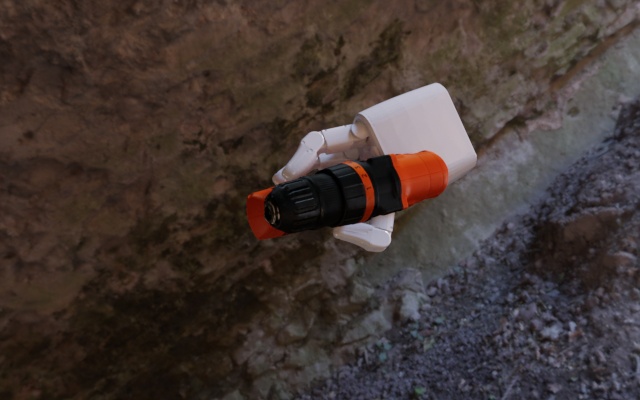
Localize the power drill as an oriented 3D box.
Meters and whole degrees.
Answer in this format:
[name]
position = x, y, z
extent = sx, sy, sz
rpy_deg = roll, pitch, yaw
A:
[power drill]
position = 0.000, 0.001, 0.459
extent = 0.184, 0.057, 0.187
rpy_deg = -11, 0, -33
